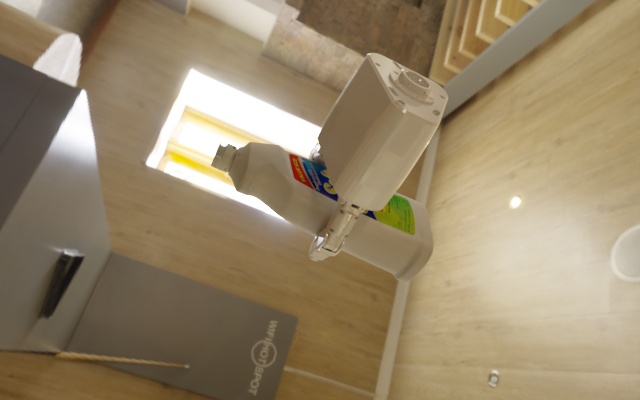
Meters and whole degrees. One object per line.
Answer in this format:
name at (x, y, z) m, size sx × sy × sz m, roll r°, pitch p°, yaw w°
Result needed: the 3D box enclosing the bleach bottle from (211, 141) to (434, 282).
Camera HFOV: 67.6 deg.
bleach bottle at (0.000, 0.002, 0.532) m, size 0.251 × 0.068 × 0.102 m, roll 22°, pitch 36°, yaw -13°
